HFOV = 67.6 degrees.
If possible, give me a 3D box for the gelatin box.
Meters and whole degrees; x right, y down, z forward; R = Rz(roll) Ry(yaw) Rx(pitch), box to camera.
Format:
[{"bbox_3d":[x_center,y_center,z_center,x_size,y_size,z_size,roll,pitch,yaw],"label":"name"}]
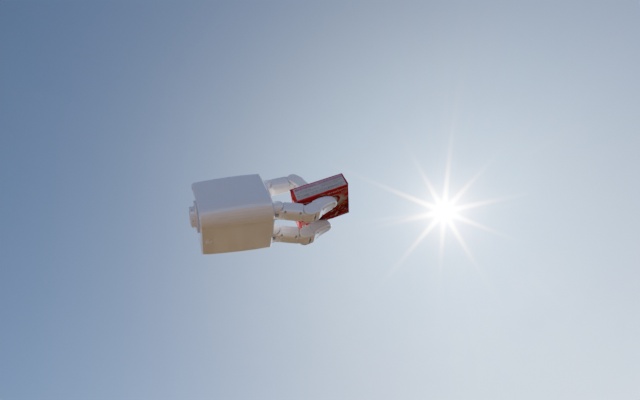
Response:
[{"bbox_3d":[0.000,0.002,0.753,0.089,0.030,0.073,-19,-37,-10],"label":"gelatin box"}]
